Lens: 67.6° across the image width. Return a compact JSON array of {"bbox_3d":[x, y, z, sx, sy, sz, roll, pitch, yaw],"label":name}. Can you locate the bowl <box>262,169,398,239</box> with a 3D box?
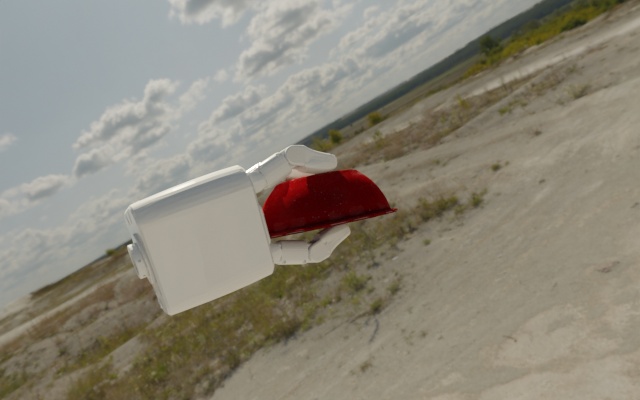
[{"bbox_3d":[0.001,0.001,0.527,0.162,0.055,0.162,-11,-2,0],"label":"bowl"}]
